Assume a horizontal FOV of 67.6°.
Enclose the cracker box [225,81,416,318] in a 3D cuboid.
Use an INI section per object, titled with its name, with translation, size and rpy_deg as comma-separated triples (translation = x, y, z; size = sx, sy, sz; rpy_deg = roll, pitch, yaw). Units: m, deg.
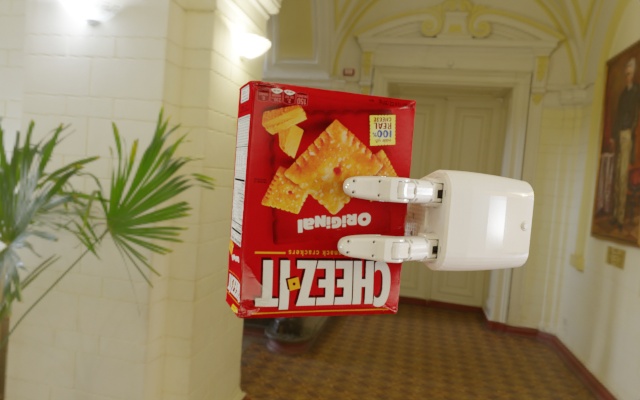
[cracker box]
translation = 0.000, 0.001, 0.466
size = 0.164, 0.214, 0.072
rpy_deg = 3, 3, -20
